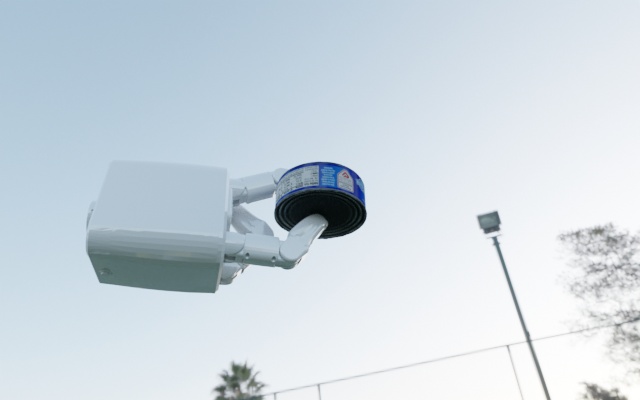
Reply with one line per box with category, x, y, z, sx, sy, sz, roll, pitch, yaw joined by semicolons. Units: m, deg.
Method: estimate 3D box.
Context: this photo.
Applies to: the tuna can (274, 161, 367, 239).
tuna can;0.000;0.001;0.448;0.086;0.033;0.086;0;-34;0
